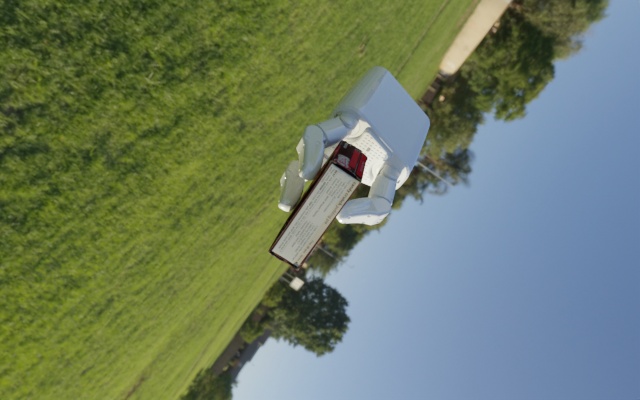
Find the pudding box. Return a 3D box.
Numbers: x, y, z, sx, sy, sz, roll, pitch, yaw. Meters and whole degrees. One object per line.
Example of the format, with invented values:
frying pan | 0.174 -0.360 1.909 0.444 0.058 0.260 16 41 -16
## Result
pudding box | 0.000 0.002 0.471 0.039 0.113 0.090 32 20 -2
